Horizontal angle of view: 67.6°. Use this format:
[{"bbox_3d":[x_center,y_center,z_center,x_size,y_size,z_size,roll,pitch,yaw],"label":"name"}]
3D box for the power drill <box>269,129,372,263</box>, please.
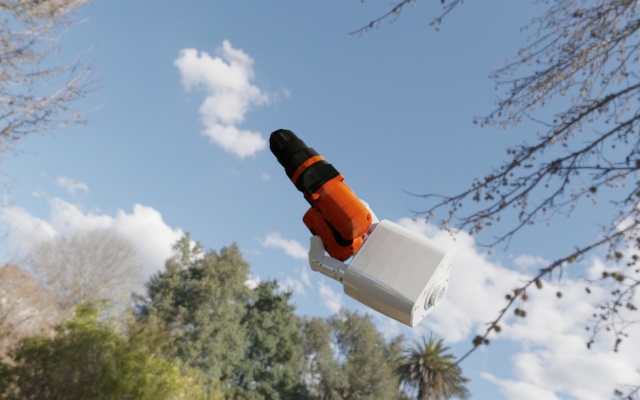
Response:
[{"bbox_3d":[0.000,0.003,0.671,0.057,0.184,0.188,-36,-23,-9],"label":"power drill"}]
